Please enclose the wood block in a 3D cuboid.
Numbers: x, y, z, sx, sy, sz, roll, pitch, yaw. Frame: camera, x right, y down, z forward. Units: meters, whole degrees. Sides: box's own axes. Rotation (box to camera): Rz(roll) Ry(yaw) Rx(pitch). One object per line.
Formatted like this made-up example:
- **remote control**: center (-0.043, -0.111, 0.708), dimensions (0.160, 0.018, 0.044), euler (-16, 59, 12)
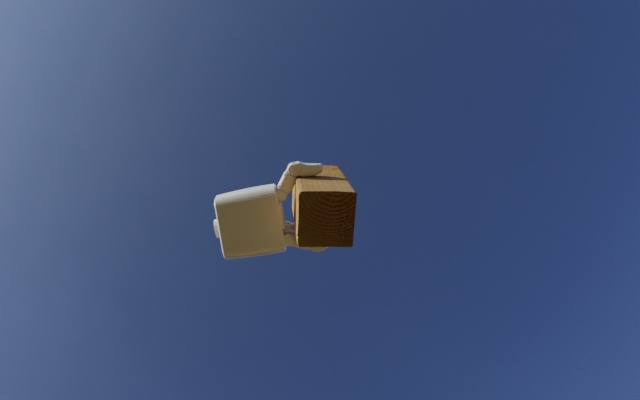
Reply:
- **wood block**: center (0.000, 0.002, 0.824), dimensions (0.090, 0.091, 0.206), euler (1, 15, -6)
